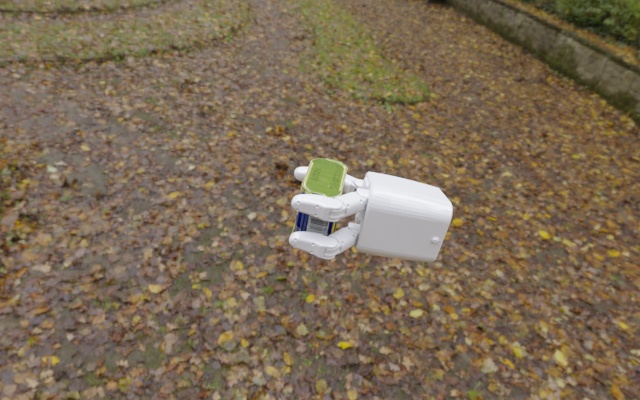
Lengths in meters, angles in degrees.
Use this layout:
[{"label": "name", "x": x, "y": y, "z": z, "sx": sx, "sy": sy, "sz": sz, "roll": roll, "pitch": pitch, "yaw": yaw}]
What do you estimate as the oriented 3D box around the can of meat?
[{"label": "can of meat", "x": 0.000, "y": 0.002, "z": 0.635, "sx": 0.057, "sy": 0.084, "sz": 0.102, "roll": 13, "pitch": 33, "yaw": 2}]
